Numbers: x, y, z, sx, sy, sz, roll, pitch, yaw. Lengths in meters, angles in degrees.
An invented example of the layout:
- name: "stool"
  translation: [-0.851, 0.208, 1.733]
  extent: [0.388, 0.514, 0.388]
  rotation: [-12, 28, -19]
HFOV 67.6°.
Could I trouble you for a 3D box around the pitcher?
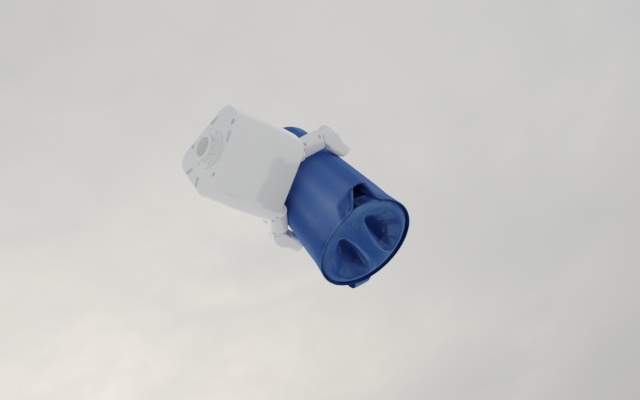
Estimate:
- name: "pitcher"
  translation: [0.000, 0.002, 0.674]
  extent: [0.145, 0.149, 0.242]
  rotation: [21, 18, -44]
